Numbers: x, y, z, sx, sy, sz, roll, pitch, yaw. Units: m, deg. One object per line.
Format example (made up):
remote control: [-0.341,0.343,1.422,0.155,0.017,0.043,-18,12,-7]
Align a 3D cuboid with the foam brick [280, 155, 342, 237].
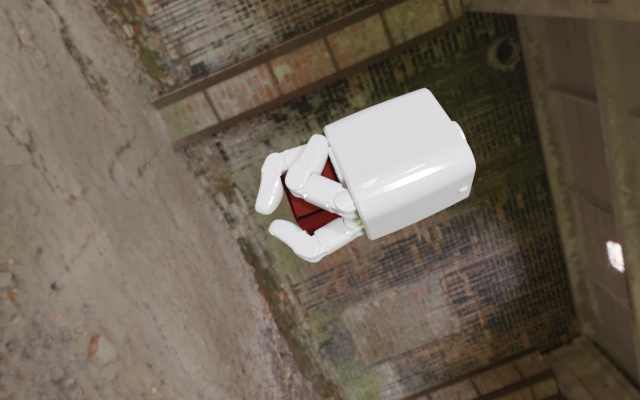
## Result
foam brick: [0.000,0.002,0.476,0.051,0.053,0.078,-23,-23,3]
